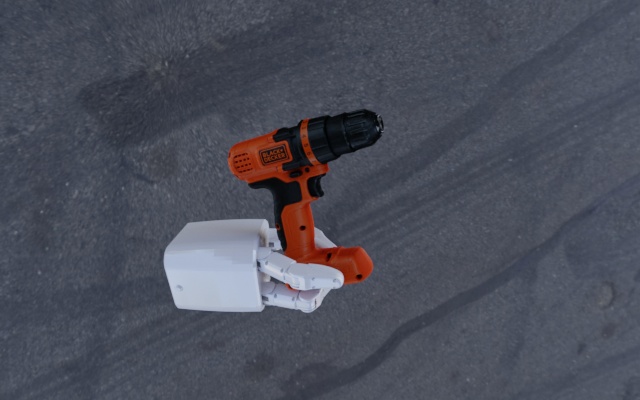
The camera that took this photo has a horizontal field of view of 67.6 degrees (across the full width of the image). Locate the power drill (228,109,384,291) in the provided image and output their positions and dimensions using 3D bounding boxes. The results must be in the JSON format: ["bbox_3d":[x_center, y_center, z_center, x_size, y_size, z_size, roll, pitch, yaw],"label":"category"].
[{"bbox_3d":[0.000,0.002,0.541,0.184,0.188,0.057,-12,10,24],"label":"power drill"}]
